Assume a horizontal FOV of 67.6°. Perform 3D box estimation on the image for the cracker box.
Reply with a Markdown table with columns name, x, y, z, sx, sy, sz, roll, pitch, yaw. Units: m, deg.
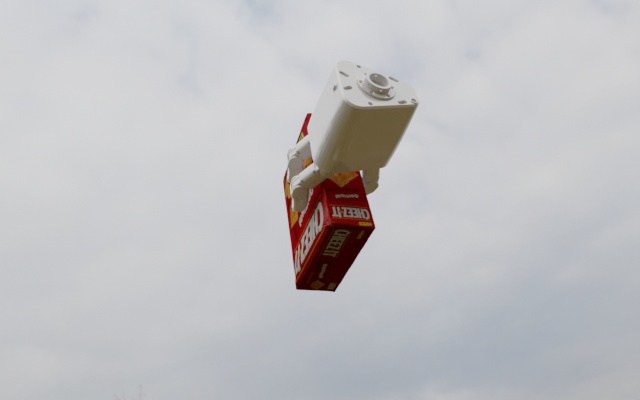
| name | x | y | z | sx | sy | sz | roll | pitch | yaw |
| --- | --- | --- | --- | --- | --- | --- | --- | --- | --- |
| cracker box | 0.000 | 0.002 | 0.712 | 0.072 | 0.213 | 0.164 | 5 | -41 | -18 |
